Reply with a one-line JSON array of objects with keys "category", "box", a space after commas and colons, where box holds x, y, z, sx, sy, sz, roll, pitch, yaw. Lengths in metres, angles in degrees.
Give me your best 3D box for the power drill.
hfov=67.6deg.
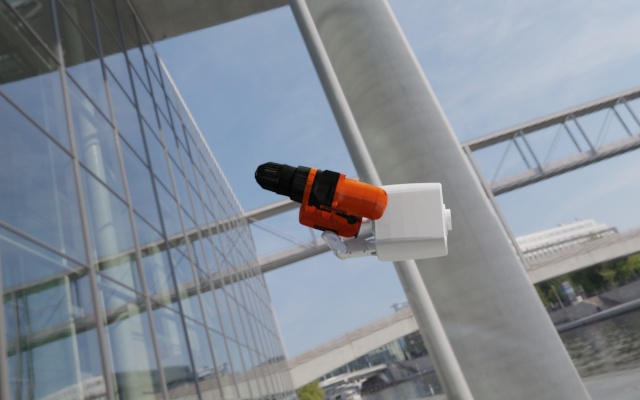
[{"category": "power drill", "box": [0.000, 0.002, 0.715, 0.184, 0.057, 0.188, 16, -12, 5]}]
